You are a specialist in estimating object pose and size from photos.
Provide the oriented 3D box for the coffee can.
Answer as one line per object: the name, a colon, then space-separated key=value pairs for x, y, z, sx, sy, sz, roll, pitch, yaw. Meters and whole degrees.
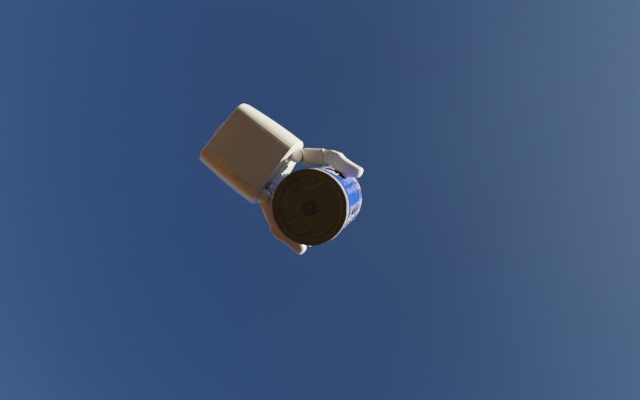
coffee can: x=0.000 y=0.002 z=0.691 sx=0.103 sy=0.103 sz=0.140 roll=0 pitch=6 yaw=13
